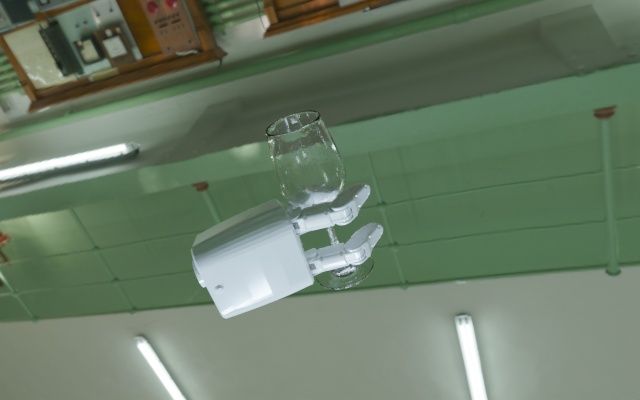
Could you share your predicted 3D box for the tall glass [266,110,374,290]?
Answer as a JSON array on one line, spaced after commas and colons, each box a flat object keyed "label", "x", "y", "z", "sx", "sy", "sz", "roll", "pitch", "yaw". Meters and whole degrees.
[{"label": "tall glass", "x": 0.000, "y": 0.002, "z": 0.548, "sx": 0.079, "sy": 0.201, "sz": 0.079, "roll": -15, "pitch": 27, "yaw": 8}]
